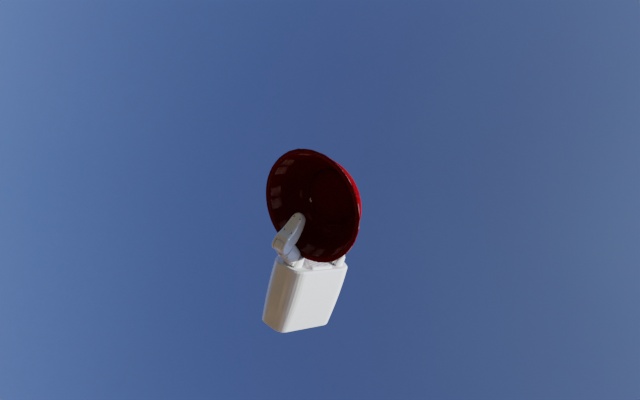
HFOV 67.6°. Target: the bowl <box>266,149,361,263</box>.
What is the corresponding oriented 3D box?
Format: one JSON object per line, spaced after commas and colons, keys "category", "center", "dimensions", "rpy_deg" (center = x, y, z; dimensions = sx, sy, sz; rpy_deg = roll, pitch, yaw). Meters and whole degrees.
{"category": "bowl", "center": [0.001, 0.001, 0.668], "dimensions": [0.162, 0.162, 0.055], "rpy_deg": [0, 16, 39]}
